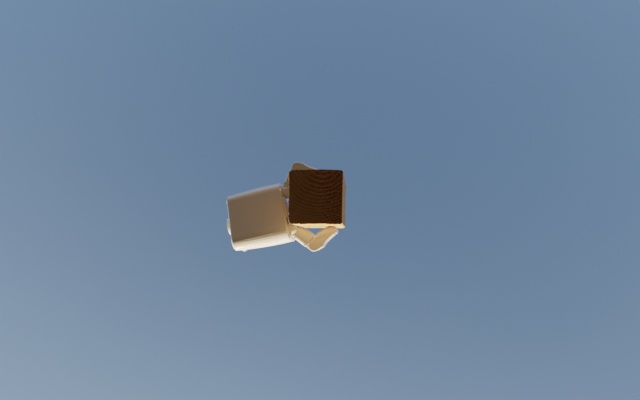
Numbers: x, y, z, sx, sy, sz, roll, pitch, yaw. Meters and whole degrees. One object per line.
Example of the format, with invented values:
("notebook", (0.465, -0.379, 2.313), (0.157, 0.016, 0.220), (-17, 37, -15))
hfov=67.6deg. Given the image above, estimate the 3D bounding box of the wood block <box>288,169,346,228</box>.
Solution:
("wood block", (0.000, 0.003, 0.873), (0.090, 0.091, 0.206), (0, -5, 4))
